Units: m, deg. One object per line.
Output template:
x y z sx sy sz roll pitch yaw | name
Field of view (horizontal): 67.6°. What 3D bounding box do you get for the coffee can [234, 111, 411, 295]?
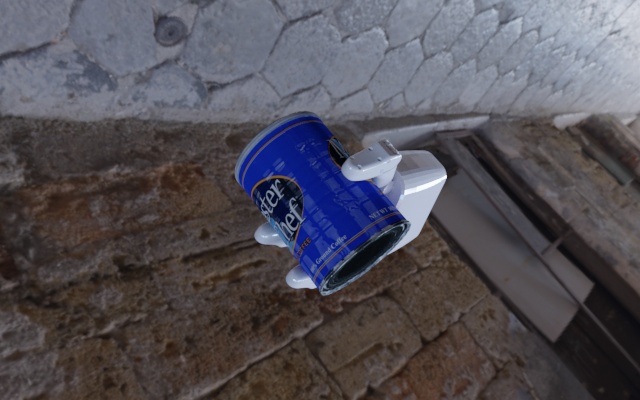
0.000 0.001 0.447 0.103 0.140 0.103 -34 -20 -14 | coffee can
